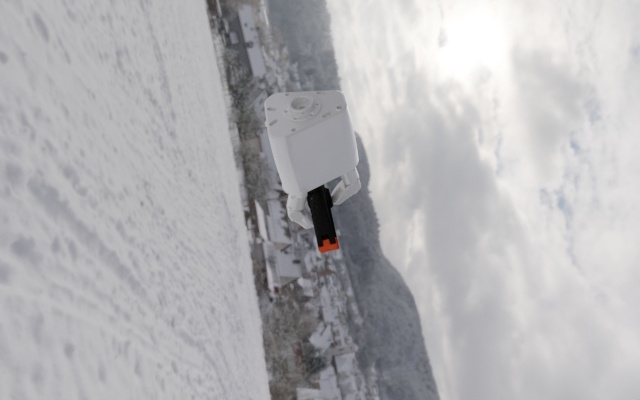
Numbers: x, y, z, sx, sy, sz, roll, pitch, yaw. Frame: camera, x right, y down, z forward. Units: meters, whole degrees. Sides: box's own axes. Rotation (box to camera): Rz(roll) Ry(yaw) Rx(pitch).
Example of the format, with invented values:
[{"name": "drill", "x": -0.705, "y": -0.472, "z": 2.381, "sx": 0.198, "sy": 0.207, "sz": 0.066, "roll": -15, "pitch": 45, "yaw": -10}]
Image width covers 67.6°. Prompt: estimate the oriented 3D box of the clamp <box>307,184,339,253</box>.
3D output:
[{"name": "clamp", "x": 0.001, "y": 0.002, "z": 0.737, "sx": 0.036, "sy": 0.209, "sz": 0.165, "roll": -15, "pitch": -40, "yaw": 3}]
